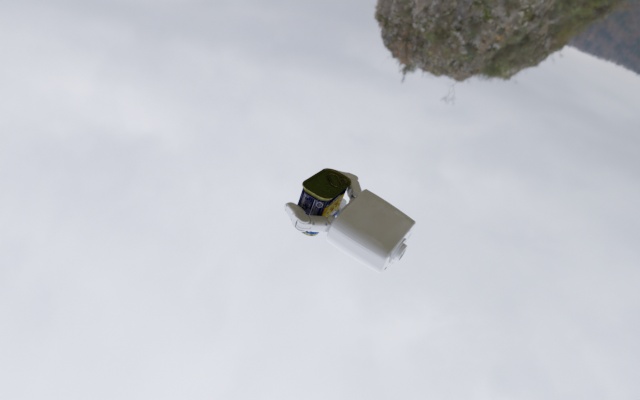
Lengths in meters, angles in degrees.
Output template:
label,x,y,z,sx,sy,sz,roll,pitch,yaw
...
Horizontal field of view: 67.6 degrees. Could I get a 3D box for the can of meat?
label,x,y,z,sx,sy,sz,roll,pitch,yaw
can of meat,0.000,0.003,0.821,0.057,0.084,0.102,31,34,16
